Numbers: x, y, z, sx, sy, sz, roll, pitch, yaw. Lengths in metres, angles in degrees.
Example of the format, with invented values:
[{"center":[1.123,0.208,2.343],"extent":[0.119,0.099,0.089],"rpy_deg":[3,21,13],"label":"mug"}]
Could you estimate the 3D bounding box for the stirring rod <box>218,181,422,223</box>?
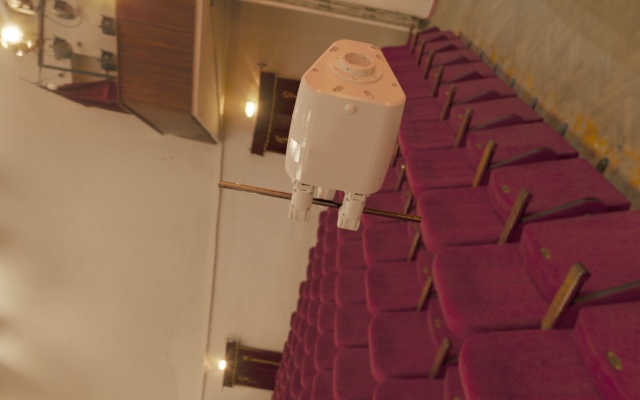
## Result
[{"center":[0.000,0.002,0.561],"extent":[0.239,0.011,0.011],"rpy_deg":[10,0,-2],"label":"stirring rod"}]
